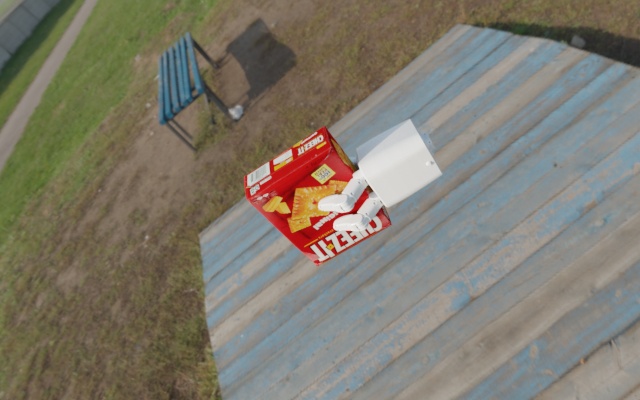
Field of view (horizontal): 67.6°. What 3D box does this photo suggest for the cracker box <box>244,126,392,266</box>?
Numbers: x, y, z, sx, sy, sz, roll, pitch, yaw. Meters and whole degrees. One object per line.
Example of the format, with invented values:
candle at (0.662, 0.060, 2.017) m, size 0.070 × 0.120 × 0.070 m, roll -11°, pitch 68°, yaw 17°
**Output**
cracker box at (0.000, 0.002, 0.812) m, size 0.164 × 0.072 × 0.214 m, roll -30°, pitch -51°, yaw 14°
